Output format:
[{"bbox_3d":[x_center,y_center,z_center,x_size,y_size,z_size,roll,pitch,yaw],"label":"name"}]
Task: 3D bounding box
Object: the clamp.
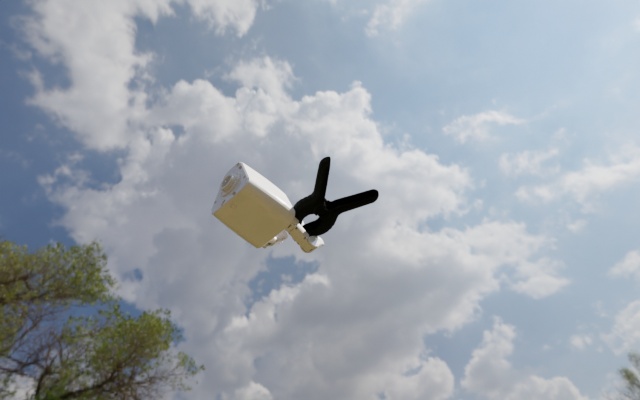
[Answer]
[{"bbox_3d":[0.000,0.002,0.815,0.171,0.120,0.039,-38,23,20],"label":"clamp"}]
